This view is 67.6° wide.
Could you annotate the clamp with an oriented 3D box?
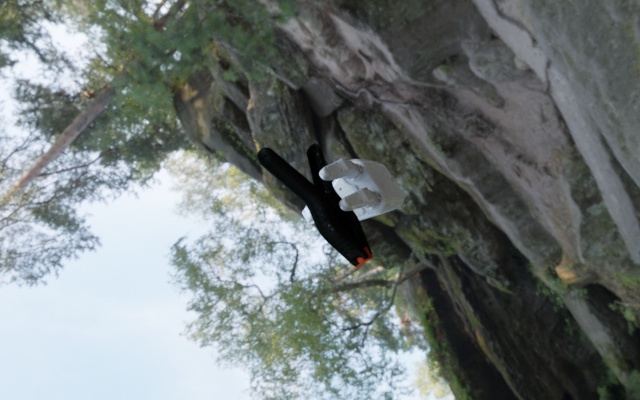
[{"bbox_3d":[0.000,0.003,0.683,0.036,0.210,0.164,-37,-15,27],"label":"clamp"}]
